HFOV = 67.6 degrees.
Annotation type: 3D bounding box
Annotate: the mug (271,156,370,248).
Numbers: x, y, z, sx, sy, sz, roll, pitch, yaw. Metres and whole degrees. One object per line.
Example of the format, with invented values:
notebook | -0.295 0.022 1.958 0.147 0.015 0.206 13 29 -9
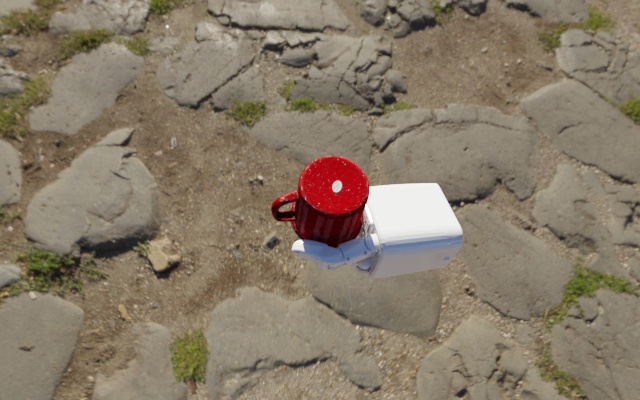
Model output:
mug | -0.001 0.002 0.562 0.117 0.093 0.081 -5 -27 -10
